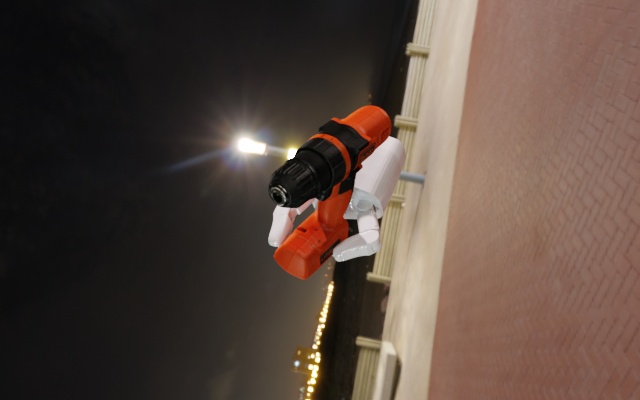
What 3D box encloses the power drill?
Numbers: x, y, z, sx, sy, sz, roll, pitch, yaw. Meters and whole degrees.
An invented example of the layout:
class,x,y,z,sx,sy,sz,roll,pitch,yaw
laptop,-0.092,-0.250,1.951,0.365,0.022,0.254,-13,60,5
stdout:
class,x,y,z,sx,sy,sz,roll,pitch,yaw
power drill,0.000,0.002,0.523,0.057,0.188,0.184,36,46,17
